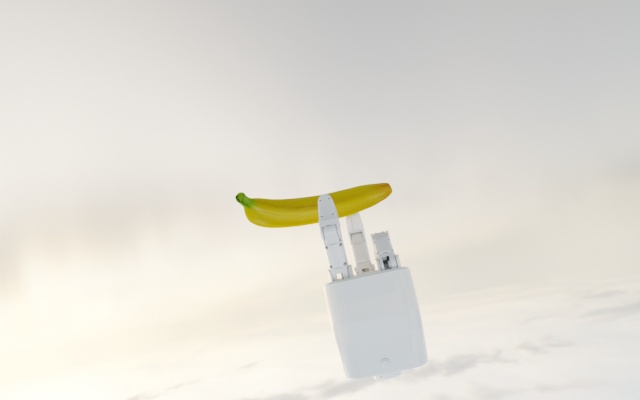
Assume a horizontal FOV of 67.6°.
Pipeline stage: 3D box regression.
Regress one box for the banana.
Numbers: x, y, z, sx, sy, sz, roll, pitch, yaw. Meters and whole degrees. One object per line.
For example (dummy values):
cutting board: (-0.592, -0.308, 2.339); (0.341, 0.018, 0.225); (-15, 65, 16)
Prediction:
banana: (-0.009, 0.008, 0.590); (0.198, 0.037, 0.070); (-6, -15, -21)
